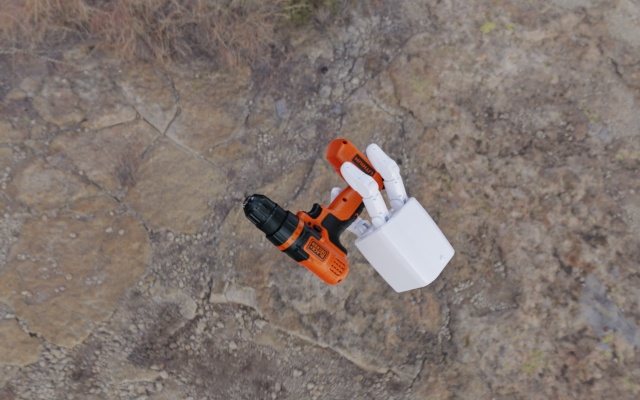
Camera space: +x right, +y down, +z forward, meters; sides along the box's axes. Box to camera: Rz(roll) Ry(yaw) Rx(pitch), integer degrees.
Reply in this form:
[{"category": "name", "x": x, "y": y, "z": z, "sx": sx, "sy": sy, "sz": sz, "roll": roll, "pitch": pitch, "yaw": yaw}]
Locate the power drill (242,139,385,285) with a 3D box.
[{"category": "power drill", "x": 0.001, "y": 0.002, "z": 0.698, "sx": 0.184, "sy": 0.187, "sz": 0.057, "roll": 42, "pitch": -21, "yaw": -21}]
